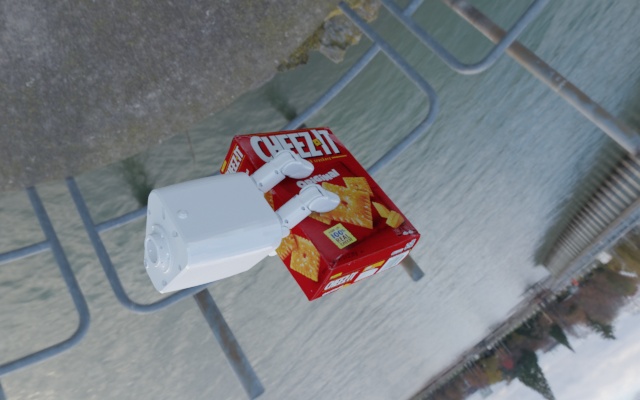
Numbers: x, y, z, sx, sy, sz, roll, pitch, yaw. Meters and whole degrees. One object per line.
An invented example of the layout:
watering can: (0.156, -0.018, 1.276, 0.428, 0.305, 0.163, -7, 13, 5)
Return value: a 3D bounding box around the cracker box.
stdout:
cracker box: (0.000, 0.002, 0.601, 0.164, 0.213, 0.072, -13, -34, -42)
